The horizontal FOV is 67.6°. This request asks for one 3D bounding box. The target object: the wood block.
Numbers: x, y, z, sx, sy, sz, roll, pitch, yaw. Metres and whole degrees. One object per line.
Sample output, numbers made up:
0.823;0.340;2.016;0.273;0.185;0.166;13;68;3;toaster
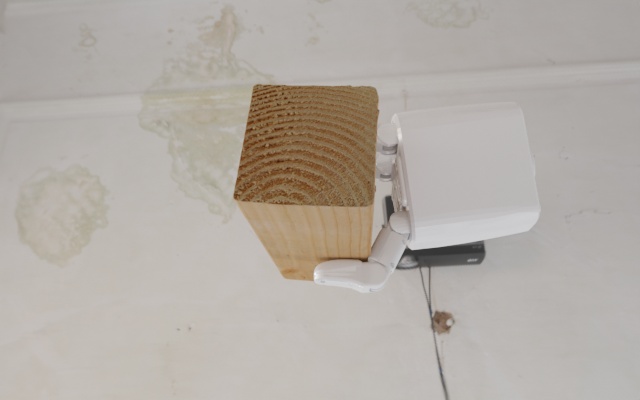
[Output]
0.000;0.002;0.404;0.090;0.090;0.206;3;-23;6;wood block
